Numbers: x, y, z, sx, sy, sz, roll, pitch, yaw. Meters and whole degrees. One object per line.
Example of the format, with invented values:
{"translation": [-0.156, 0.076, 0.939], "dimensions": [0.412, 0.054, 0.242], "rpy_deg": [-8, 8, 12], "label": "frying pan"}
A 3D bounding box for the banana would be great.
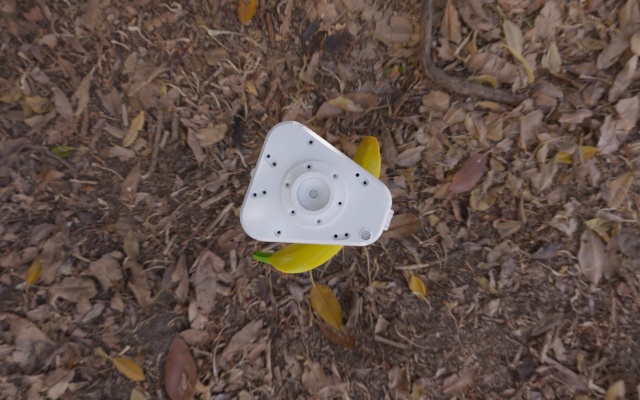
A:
{"translation": [0.011, 0.017, 0.538], "dimensions": [0.069, 0.198, 0.037], "rpy_deg": [45, 3, 6], "label": "banana"}
